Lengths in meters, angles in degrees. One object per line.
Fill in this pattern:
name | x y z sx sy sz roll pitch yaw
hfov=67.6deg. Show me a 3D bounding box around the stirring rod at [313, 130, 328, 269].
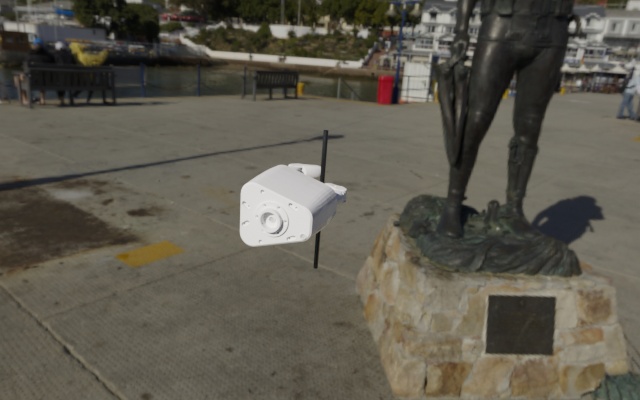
stirring rod | 0.000 0.003 0.798 0.011 0.239 0.011 4 17 -1
